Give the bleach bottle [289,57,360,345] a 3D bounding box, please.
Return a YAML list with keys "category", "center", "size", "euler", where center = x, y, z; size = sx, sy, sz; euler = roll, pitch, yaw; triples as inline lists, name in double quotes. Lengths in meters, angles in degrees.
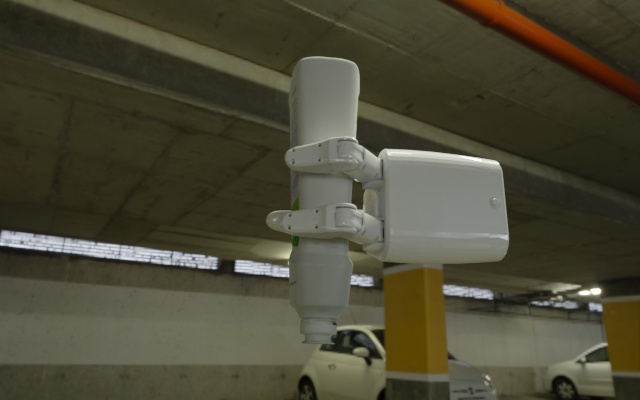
- category: "bleach bottle"
  center: [0.000, 0.001, 0.439]
  size: [0.068, 0.250, 0.102]
  euler: [3, -18, -5]
